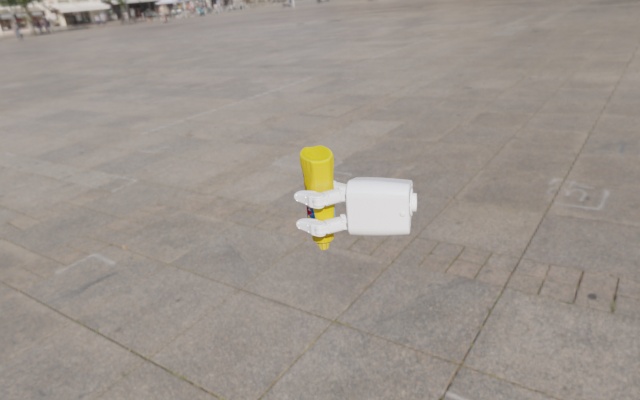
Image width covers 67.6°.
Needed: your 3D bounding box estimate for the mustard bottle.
[{"bbox_3d":[0.000,0.003,0.871,0.058,0.192,0.096,-9,24,-9],"label":"mustard bottle"}]
